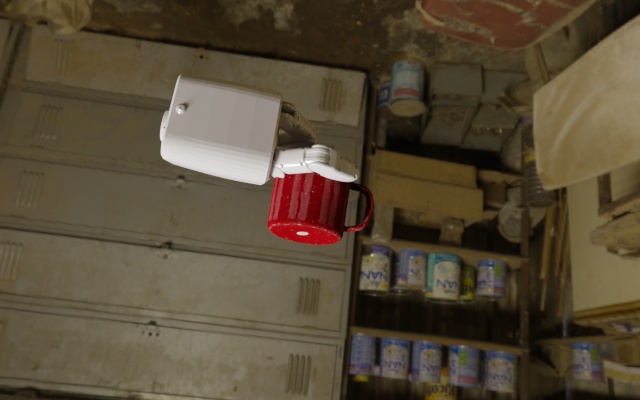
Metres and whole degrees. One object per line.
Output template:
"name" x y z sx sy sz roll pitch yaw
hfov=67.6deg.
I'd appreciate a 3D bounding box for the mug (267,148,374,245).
"mug" 0.001 0.002 0.517 0.117 0.081 0.093 11 -19 -8
